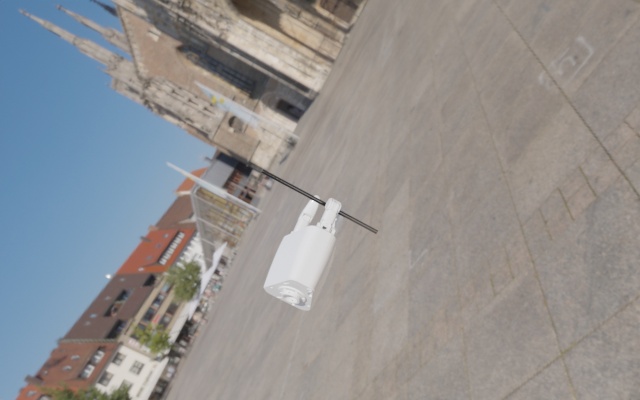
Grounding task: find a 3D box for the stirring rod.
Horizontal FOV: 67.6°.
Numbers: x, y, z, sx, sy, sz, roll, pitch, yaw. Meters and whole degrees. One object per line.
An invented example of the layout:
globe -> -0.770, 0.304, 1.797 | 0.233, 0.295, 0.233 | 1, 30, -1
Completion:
stirring rod -> 0.000, 0.003, 0.878 | 0.239, 0.011, 0.011 | 28, -4, -7
